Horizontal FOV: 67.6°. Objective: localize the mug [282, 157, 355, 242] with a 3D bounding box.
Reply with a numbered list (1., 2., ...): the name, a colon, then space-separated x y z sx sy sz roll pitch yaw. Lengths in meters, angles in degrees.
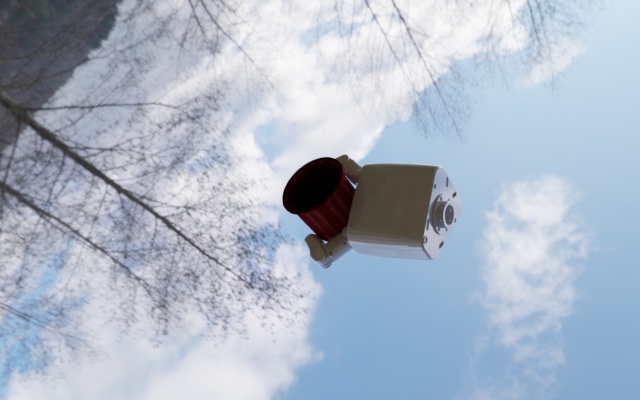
1. mug: -0.001 0.002 0.647 0.117 0.093 0.081 4 -33 41
